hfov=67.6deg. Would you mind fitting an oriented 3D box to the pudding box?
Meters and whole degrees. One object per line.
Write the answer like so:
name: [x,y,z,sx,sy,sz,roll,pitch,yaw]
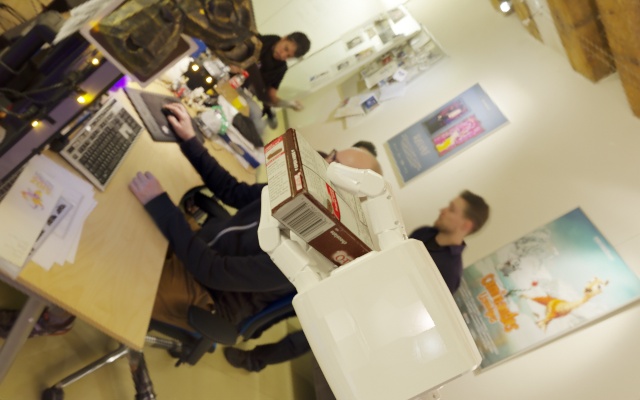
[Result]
pudding box: [0.000,0.001,0.429,0.039,0.090,0.113,-32,-49,17]
